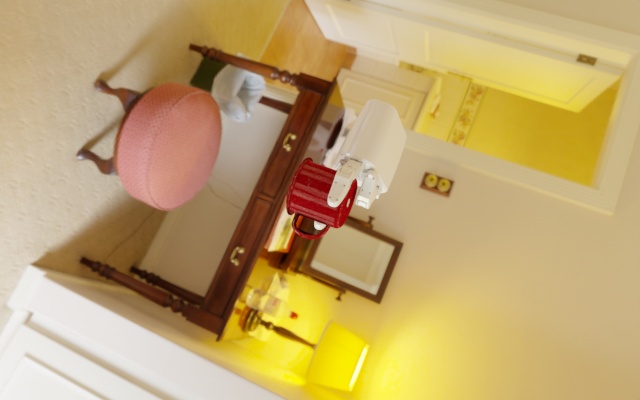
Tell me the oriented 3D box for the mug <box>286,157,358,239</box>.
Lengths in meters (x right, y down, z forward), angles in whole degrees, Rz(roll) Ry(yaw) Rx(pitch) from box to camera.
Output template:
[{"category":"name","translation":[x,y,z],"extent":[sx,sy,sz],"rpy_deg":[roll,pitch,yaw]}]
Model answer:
[{"category":"mug","translation":[0.000,0.004,0.710],"extent":[0.081,0.117,0.093],"rpy_deg":[20,-17,14]}]
